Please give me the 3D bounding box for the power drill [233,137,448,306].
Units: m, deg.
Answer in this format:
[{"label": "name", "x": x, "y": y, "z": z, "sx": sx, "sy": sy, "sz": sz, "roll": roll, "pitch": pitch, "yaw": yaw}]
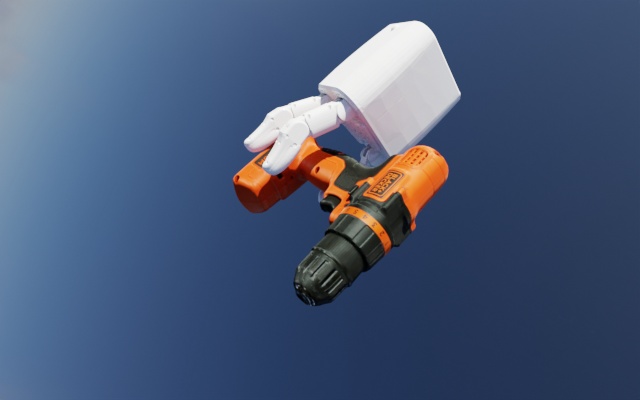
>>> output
[{"label": "power drill", "x": 0.000, "y": 0.001, "z": 0.457, "sx": 0.187, "sy": 0.057, "sz": 0.184, "roll": 23, "pitch": 55, "yaw": 42}]
